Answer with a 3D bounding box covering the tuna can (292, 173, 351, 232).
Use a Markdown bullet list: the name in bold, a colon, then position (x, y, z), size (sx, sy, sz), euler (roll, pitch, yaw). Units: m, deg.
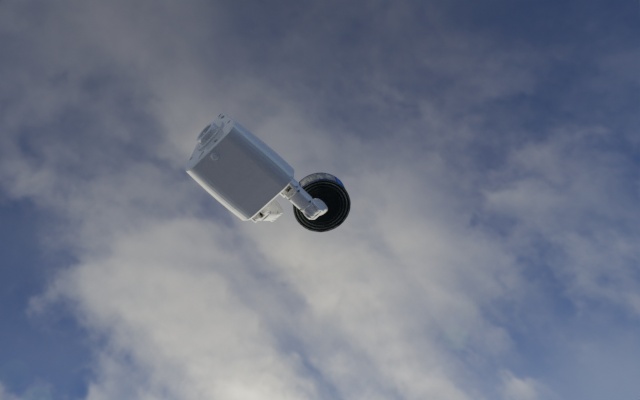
- **tuna can**: position (0.000, 0.002, 0.715), size (0.086, 0.086, 0.033), euler (0, 26, -9)
